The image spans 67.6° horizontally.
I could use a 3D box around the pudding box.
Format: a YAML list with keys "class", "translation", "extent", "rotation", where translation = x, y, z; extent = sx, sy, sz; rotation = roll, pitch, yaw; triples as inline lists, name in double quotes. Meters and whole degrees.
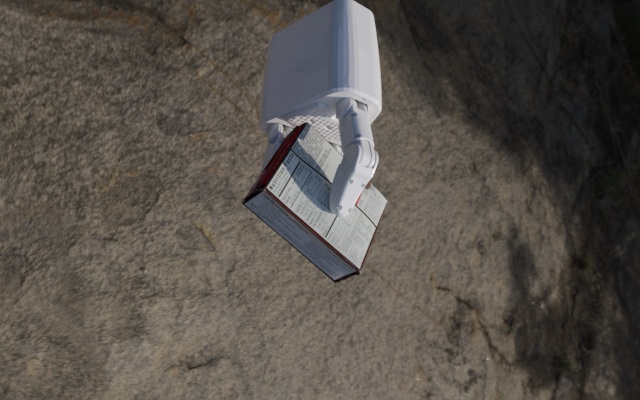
- class: "pudding box"
  translation: [0.000, 0.001, 0.415]
  extent: [0.113, 0.090, 0.039]
  rotation: [41, -40, -16]
